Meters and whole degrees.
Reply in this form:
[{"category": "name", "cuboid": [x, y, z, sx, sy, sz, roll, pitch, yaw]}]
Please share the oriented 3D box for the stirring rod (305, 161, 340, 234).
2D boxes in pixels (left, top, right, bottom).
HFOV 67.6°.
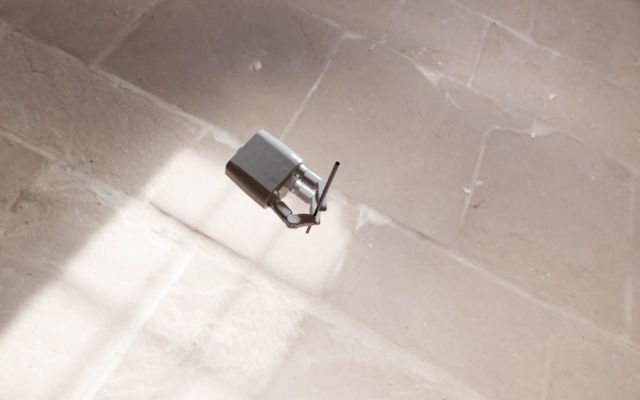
[{"category": "stirring rod", "cuboid": [0.000, 0.003, 0.836, 0.011, 0.011, 0.240, 0, -30, -14]}]
